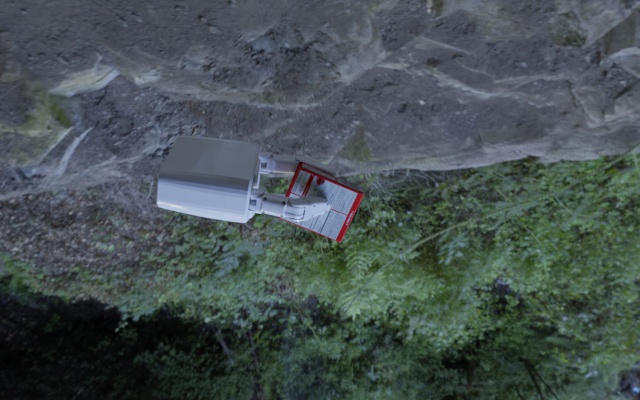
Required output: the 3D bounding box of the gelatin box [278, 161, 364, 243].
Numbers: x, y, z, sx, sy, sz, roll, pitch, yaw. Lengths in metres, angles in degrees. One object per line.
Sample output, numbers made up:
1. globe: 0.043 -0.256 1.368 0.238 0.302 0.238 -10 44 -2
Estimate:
1. gelatin box: 0.000 0.002 0.600 0.089 0.073 0.030 22 19 -5
